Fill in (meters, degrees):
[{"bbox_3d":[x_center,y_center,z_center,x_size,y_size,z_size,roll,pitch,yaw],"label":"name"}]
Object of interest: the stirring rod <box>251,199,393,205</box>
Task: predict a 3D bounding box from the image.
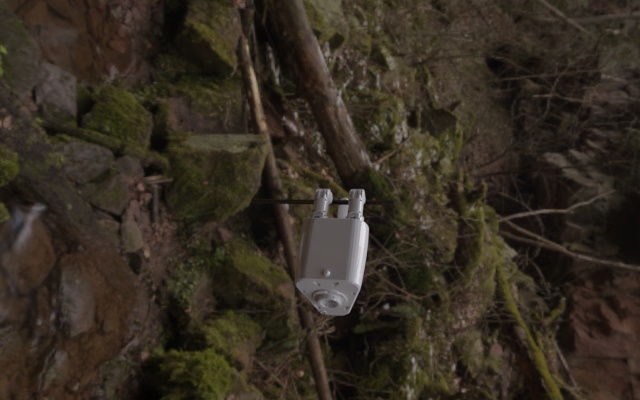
[{"bbox_3d":[0.000,0.003,0.798,0.239,0.011,0.011,1,0,11],"label":"stirring rod"}]
